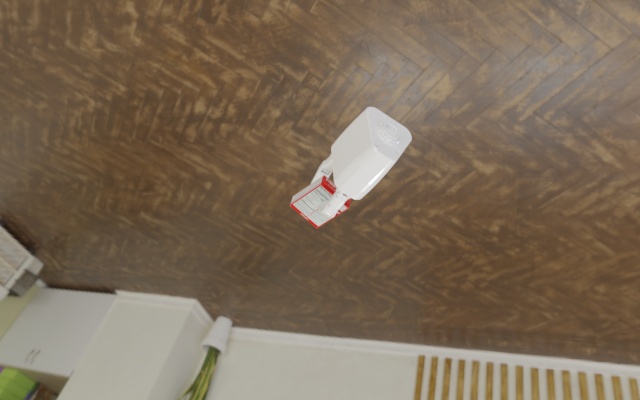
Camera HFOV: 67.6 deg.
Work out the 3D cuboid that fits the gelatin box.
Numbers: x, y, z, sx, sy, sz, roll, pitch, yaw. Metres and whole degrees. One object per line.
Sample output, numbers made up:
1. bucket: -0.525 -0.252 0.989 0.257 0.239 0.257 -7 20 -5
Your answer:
1. gelatin box: 0.000 0.003 0.882 0.073 0.030 0.089 41 -53 -22
